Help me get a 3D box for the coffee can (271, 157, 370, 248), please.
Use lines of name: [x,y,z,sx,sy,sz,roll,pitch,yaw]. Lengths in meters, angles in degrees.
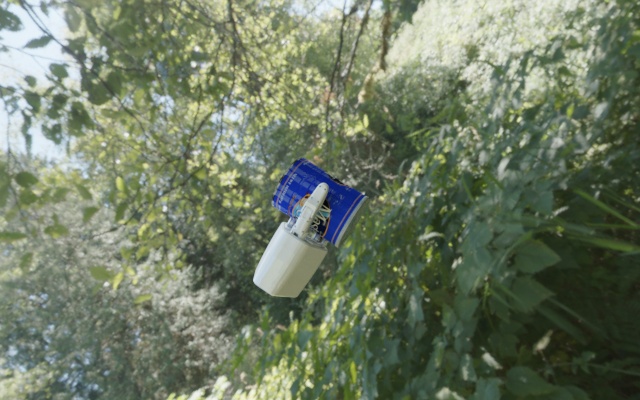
coffee can: [0.000,0.003,0.838,0.140,0.103,0.103,32,6,10]
